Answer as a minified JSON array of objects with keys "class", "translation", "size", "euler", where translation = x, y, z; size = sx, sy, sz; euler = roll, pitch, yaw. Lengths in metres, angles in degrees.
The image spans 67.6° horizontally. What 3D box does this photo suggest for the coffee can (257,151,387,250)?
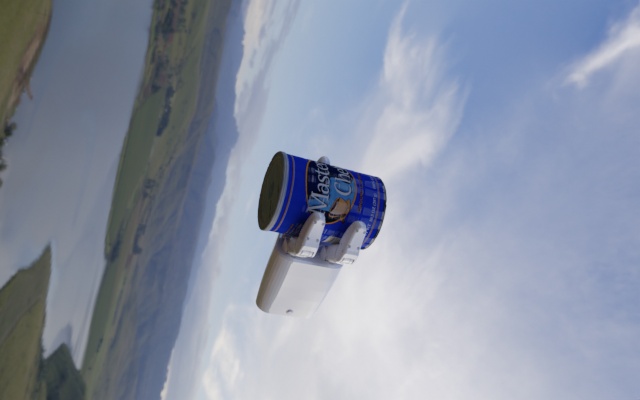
[{"class":"coffee can","translation":[0.000,0.002,0.623],"size":[0.140,0.103,0.103],"euler":[13,-5,-20]}]
